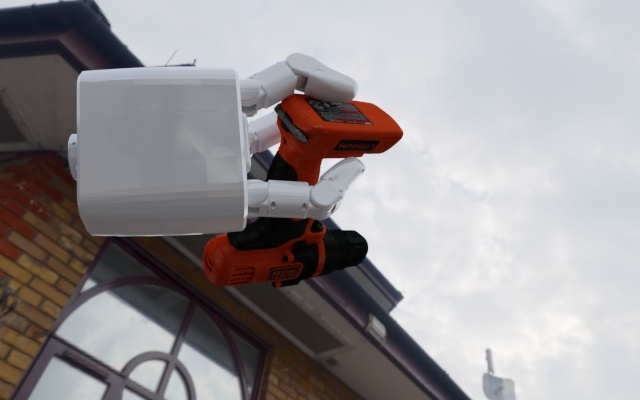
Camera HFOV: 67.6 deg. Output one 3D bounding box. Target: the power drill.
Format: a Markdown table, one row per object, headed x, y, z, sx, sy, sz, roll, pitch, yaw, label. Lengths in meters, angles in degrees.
| x | y | z | sx | sy | sz | roll | pitch | yaw | label |
| --- | --- | --- | --- | --- | --- | --- | --- | --- | --- |
| 0.000 | 0.001 | 0.436 | 0.184 | 0.188 | 0.057 | -3 | 40 | -38 | power drill |
